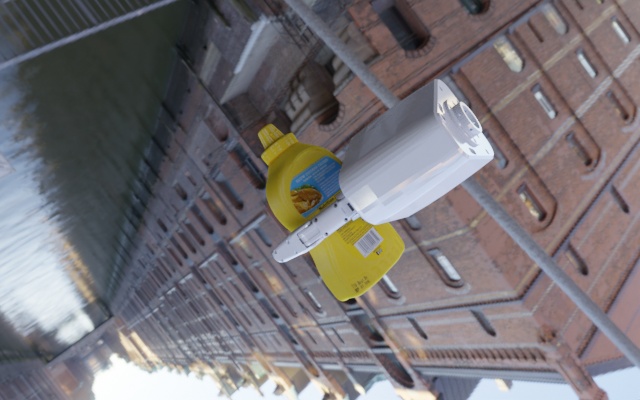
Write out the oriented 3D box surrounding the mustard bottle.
[{"bbox_3d":[0.000,0.002,0.494,0.096,0.191,0.058,-38,2,-35],"label":"mustard bottle"}]
